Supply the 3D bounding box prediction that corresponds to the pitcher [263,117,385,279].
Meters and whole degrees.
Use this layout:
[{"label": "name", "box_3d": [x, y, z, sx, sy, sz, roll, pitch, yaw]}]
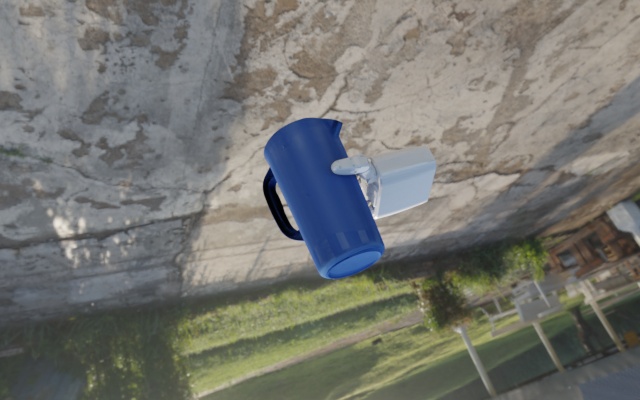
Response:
[{"label": "pitcher", "box_3d": [0.000, 0.002, 0.770, 0.145, 0.242, 0.149, -16, -26, -15]}]
